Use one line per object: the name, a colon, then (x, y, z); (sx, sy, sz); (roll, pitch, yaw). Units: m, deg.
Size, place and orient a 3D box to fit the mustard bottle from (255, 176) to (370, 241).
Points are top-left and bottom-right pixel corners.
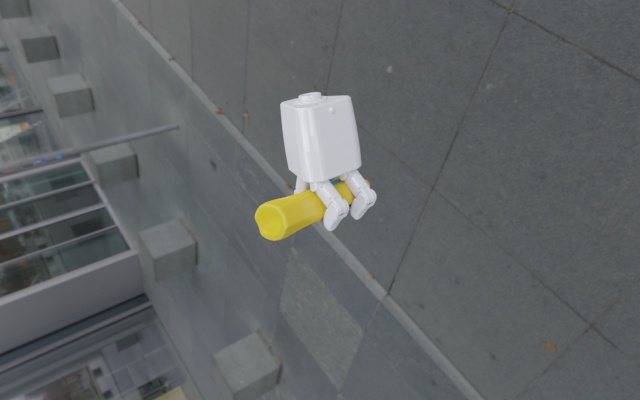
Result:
mustard bottle: (0.000, 0.003, 0.738); (0.191, 0.058, 0.096); (-22, -1, -32)
